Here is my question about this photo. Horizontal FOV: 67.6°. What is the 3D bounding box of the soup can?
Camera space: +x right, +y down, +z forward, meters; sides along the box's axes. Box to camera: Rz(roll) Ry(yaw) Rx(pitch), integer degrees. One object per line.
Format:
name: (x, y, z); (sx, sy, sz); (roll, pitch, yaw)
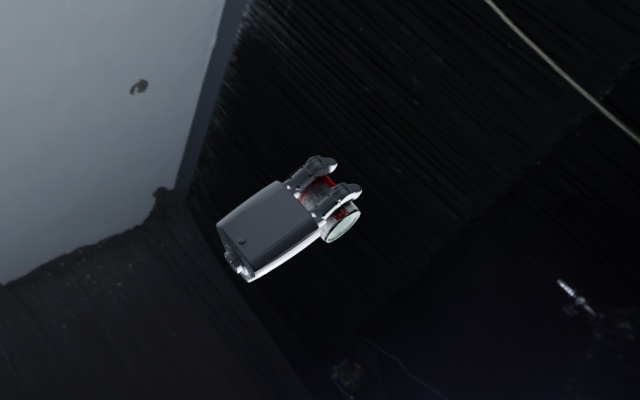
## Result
soup can: (0.001, 0.002, 0.697); (0.068, 0.102, 0.068); (-38, -17, -14)
